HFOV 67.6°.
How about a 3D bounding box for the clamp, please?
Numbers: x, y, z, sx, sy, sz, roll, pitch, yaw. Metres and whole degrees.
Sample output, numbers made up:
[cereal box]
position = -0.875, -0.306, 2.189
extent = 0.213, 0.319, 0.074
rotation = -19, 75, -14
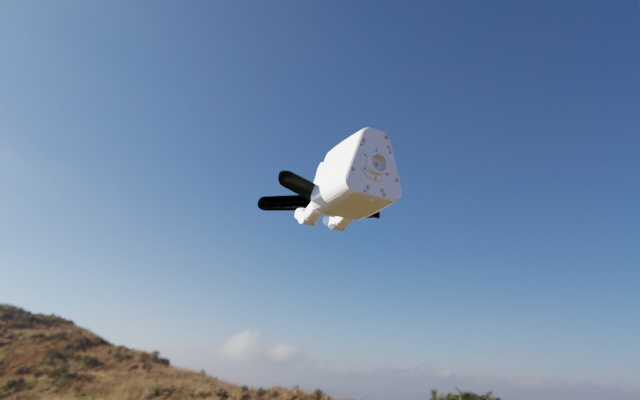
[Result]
[clamp]
position = 0.001, 0.002, 0.814
extent = 0.210, 0.036, 0.164
rotation = 12, -18, -23
